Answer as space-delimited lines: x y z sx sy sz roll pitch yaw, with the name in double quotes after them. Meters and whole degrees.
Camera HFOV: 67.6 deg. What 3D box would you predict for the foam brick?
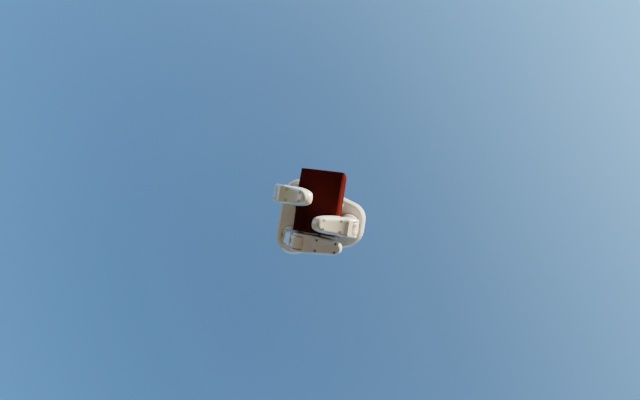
0.000 0.002 0.587 0.053 0.078 0.051 9 1 8 "foam brick"
